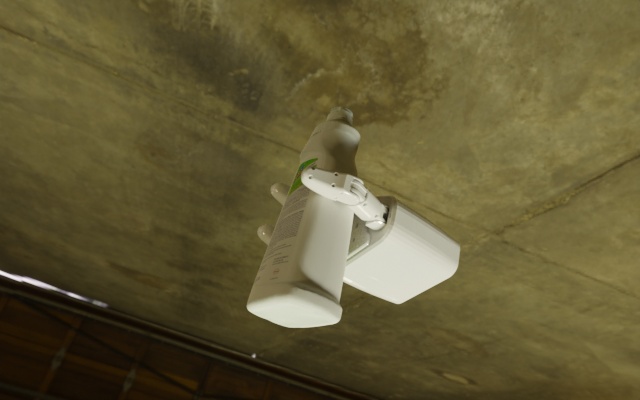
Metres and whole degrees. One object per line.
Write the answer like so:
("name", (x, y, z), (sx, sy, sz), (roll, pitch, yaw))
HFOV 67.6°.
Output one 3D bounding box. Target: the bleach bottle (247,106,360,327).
("bleach bottle", (0.000, 0.002, 0.504), (0.068, 0.250, 0.102), (30, -31, -25))
